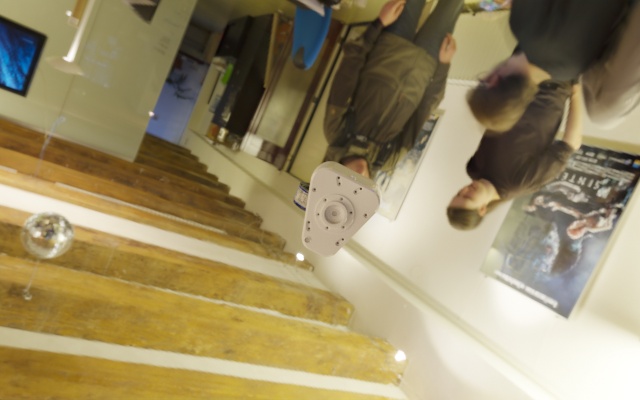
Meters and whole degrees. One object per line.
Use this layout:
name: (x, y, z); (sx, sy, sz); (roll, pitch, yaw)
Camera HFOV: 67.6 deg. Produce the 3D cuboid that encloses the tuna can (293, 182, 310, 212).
tuna can: (0.000, 0.003, 0.776); (0.086, 0.034, 0.086); (23, 11, -5)
